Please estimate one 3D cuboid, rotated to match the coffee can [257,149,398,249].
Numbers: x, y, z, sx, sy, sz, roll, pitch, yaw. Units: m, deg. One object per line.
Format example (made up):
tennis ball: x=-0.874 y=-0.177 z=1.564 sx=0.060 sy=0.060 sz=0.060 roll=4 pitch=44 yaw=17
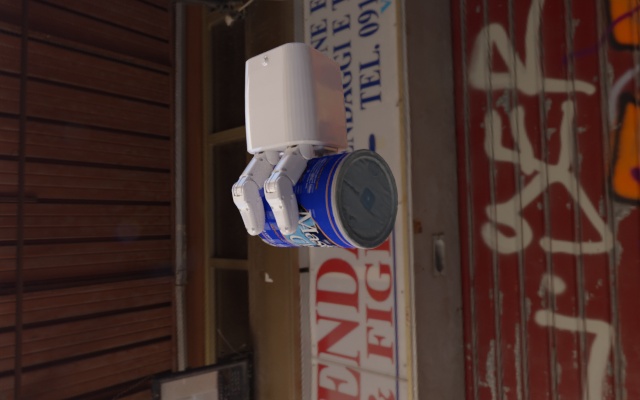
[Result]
coffee can: x=0.000 y=0.002 z=0.536 sx=0.140 sy=0.103 sz=0.103 roll=-4 pitch=-3 yaw=44
